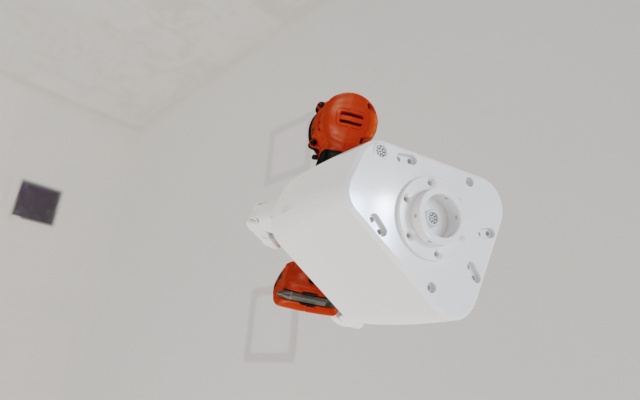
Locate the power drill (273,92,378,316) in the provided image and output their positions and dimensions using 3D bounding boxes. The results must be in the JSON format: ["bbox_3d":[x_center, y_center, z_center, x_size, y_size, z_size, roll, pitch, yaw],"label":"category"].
[{"bbox_3d":[0.000,0.002,0.451,0.057,0.187,0.184,11,0,-4],"label":"power drill"}]
